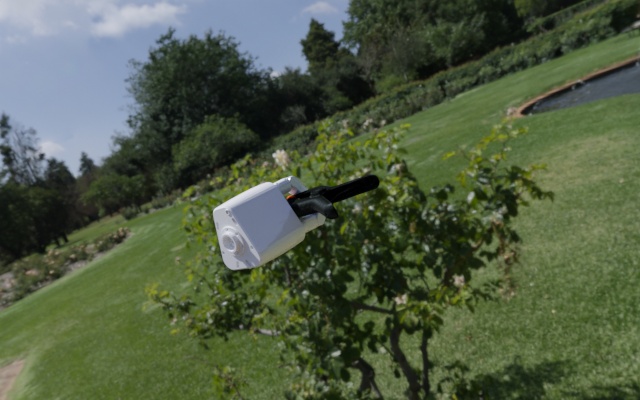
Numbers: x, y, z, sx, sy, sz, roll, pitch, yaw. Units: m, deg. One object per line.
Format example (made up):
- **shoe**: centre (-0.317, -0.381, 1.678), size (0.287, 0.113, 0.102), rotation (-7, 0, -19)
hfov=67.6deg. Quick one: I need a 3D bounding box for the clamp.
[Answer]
- **clamp**: centre (0.000, 0.002, 0.767), size (0.171, 0.039, 0.120), rotation (-14, 11, 41)
